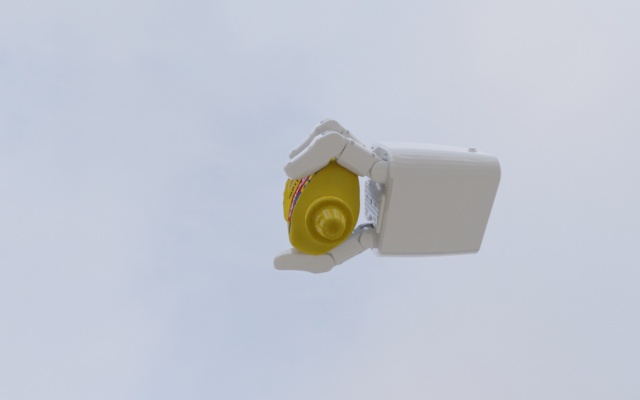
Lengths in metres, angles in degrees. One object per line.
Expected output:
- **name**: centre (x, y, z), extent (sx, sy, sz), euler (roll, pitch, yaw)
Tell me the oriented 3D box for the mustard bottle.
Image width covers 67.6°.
- **mustard bottle**: centre (0.000, 0.001, 0.471), extent (0.058, 0.096, 0.191), euler (25, 9, -12)
